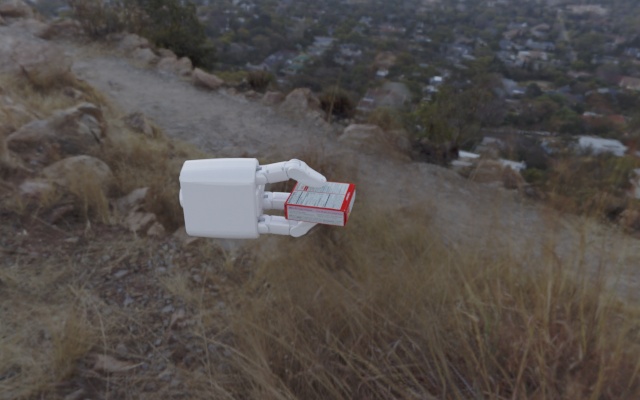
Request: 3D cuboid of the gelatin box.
[{"bbox_3d":[0.000,0.002,0.683,0.089,0.030,0.073,5,33,13],"label":"gelatin box"}]
